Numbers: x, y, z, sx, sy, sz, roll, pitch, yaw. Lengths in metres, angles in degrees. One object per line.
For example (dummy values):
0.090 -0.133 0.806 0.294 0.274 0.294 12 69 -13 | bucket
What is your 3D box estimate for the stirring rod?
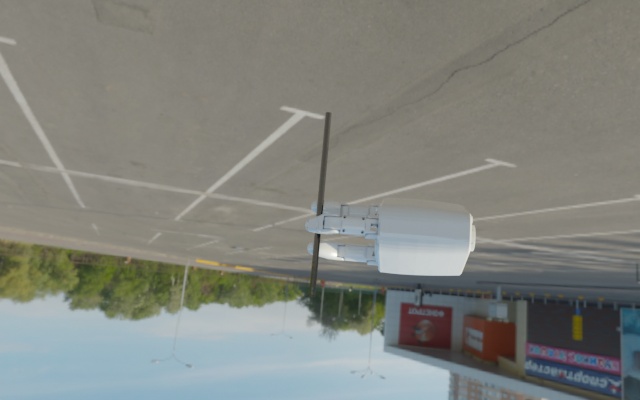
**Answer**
0.000 0.002 0.614 0.011 0.239 0.011 5 -10 1 | stirring rod
